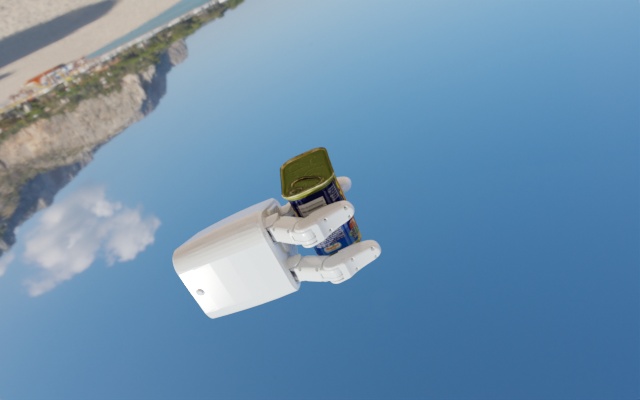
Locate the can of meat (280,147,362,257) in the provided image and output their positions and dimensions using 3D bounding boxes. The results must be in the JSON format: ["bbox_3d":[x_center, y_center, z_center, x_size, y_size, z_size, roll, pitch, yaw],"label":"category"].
[{"bbox_3d":[0.000,0.002,0.517,0.057,0.084,0.102,-24,25,5],"label":"can of meat"}]
